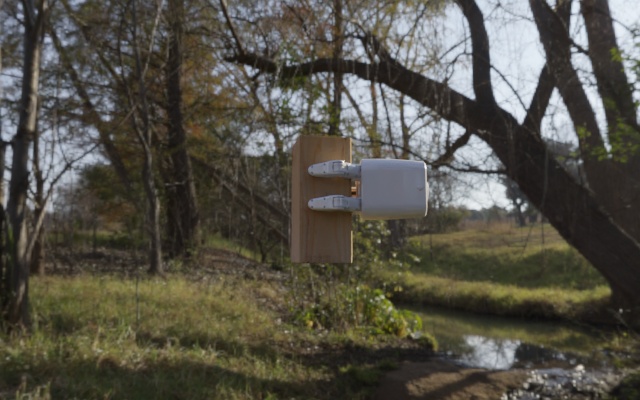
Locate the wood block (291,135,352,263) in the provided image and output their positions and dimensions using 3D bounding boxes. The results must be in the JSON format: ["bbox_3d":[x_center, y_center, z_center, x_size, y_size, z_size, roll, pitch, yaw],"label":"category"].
[{"bbox_3d":[0.000,0.003,0.810,0.090,0.206,0.091,1,-7,-11],"label":"wood block"}]
